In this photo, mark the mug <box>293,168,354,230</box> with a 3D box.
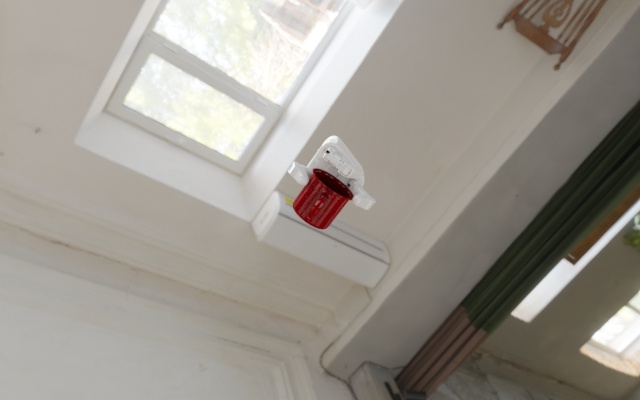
[{"bbox_3d":[0.000,0.003,0.879,0.093,0.081,0.117,35,18,-3],"label":"mug"}]
